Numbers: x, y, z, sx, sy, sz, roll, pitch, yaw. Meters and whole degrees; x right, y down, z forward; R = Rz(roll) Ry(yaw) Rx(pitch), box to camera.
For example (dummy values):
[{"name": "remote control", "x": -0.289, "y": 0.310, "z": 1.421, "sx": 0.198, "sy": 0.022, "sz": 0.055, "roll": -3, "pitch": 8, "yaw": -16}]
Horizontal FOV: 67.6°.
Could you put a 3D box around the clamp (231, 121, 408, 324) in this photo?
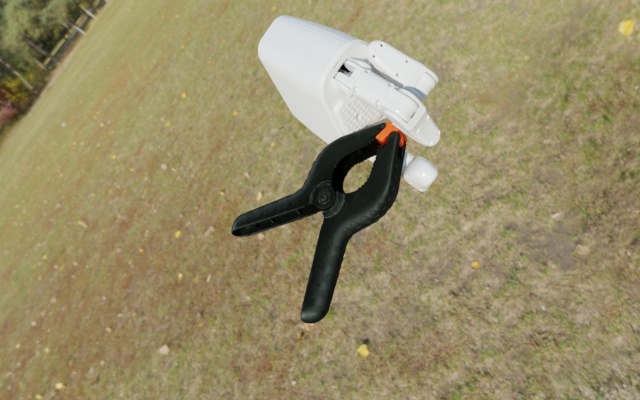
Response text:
[{"name": "clamp", "x": 0.000, "y": 0.001, "z": 0.401, "sx": 0.120, "sy": 0.171, "sz": 0.039, "roll": 35, "pitch": 0, "yaw": 24}]
